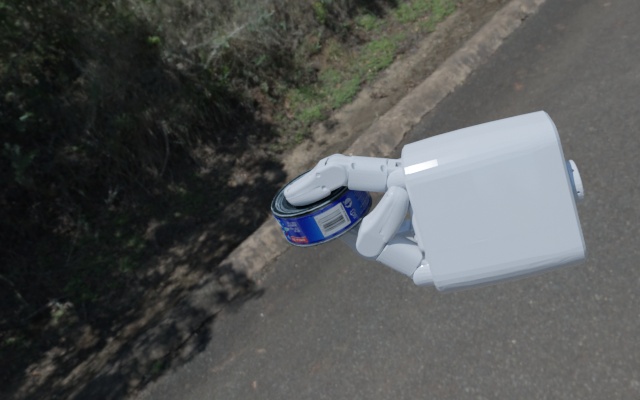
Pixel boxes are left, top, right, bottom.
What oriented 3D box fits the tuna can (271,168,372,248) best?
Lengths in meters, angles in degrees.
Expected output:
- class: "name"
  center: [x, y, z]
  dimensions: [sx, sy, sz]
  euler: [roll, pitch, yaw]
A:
- class: "tuna can"
  center: [0.000, 0.001, 0.424]
  dimensions: [0.086, 0.034, 0.086]
  euler: [-22, 26, 11]
